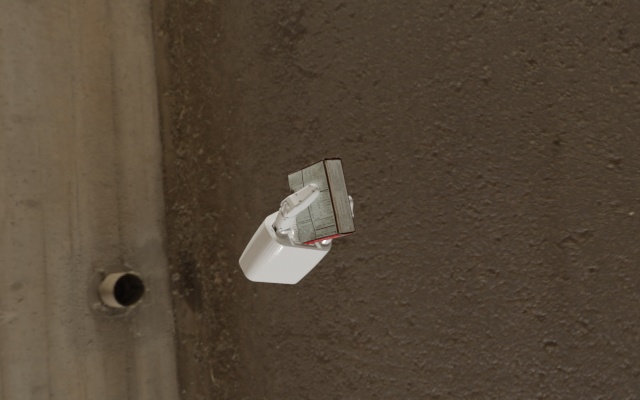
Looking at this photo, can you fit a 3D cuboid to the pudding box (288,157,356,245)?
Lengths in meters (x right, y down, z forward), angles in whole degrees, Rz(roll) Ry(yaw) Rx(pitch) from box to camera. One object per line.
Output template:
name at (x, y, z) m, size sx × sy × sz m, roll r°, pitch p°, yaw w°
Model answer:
pudding box at (0.000, 0.002, 0.699) m, size 0.039 × 0.113 × 0.090 m, roll -7°, pitch -7°, yaw -42°
